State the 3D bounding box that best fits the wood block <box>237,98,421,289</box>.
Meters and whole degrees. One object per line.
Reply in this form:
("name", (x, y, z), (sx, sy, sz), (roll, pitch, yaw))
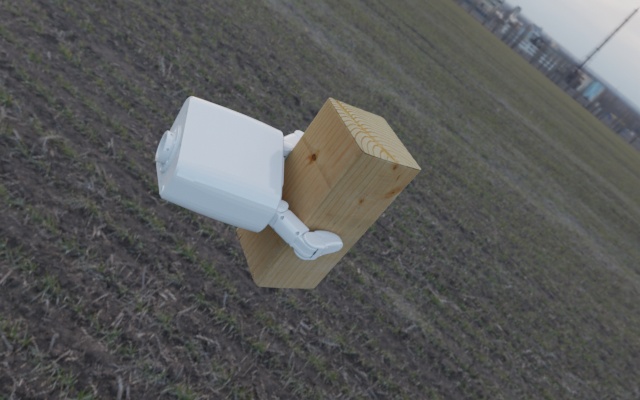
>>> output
("wood block", (0.000, 0.002, 0.540), (0.090, 0.090, 0.206), (11, -51, -40))
